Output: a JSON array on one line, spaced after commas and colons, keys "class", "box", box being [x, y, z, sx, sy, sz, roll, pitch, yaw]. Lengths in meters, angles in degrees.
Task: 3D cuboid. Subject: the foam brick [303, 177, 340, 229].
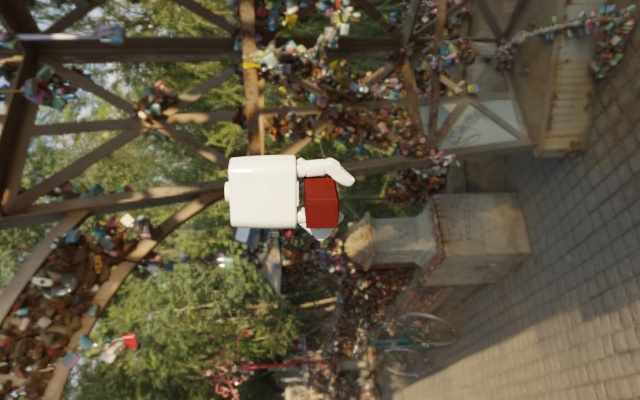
[{"class": "foam brick", "box": [0.000, 0.003, 0.760, 0.051, 0.053, 0.078, 0, 31, -5]}]
